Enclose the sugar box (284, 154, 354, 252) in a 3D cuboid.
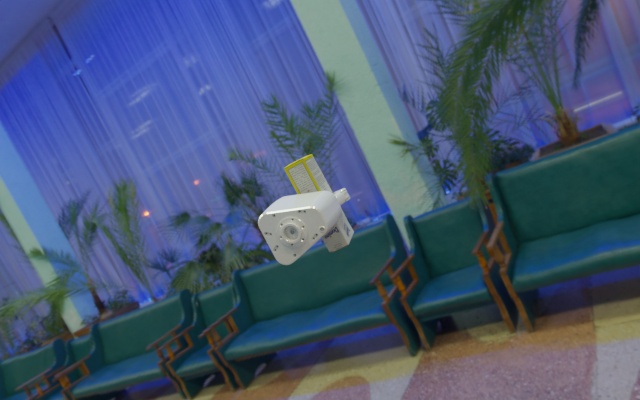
[{"bbox_3d":[0.000,0.003,0.887,0.048,0.176,0.093,-24,6,14],"label":"sugar box"}]
